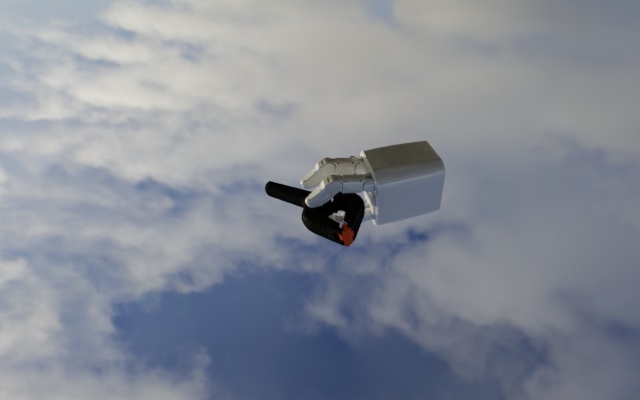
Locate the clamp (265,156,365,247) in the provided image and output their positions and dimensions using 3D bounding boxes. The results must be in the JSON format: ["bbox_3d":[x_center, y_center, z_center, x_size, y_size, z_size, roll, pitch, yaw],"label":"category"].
[{"bbox_3d":[0.001,0.003,0.728,0.164,0.036,0.209,-15,33,-1],"label":"clamp"}]
